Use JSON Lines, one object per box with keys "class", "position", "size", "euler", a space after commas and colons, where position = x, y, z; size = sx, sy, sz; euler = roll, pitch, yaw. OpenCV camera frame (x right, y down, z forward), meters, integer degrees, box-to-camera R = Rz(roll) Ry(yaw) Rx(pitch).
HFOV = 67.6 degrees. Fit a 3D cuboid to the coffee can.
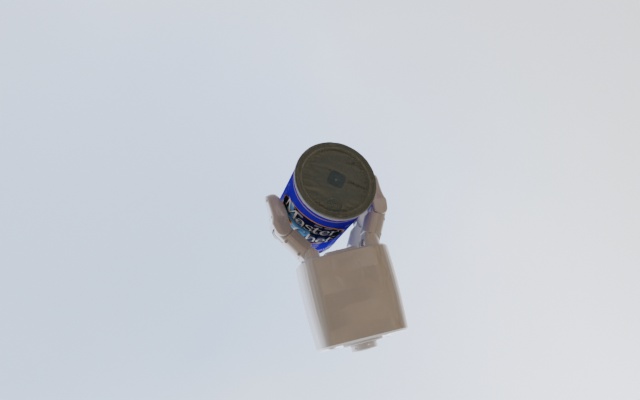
{"class": "coffee can", "position": [0.000, 0.002, 0.629], "size": [0.103, 0.102, 0.140], "euler": [0, -23, -17]}
